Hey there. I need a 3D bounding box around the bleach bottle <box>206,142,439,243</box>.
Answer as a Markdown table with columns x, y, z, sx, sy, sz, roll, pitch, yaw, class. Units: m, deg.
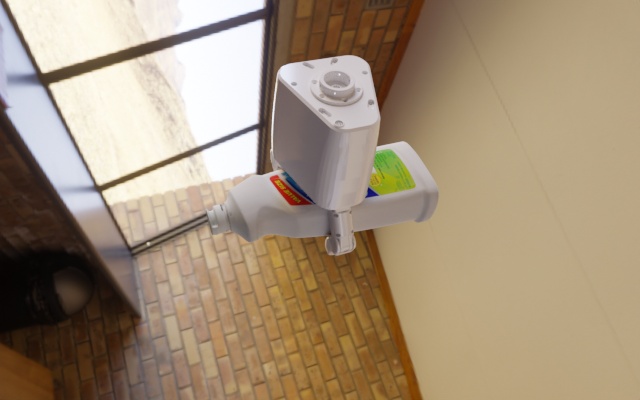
| x | y | z | sx | sy | sz | roll | pitch | yaw | class |
| --- | --- | --- | --- | --- | --- | --- | --- | --- | --- |
| 0.000 | 0.002 | 0.544 | 0.251 | 0.102 | 0.068 | -13 | -35 | -17 | bleach bottle |
